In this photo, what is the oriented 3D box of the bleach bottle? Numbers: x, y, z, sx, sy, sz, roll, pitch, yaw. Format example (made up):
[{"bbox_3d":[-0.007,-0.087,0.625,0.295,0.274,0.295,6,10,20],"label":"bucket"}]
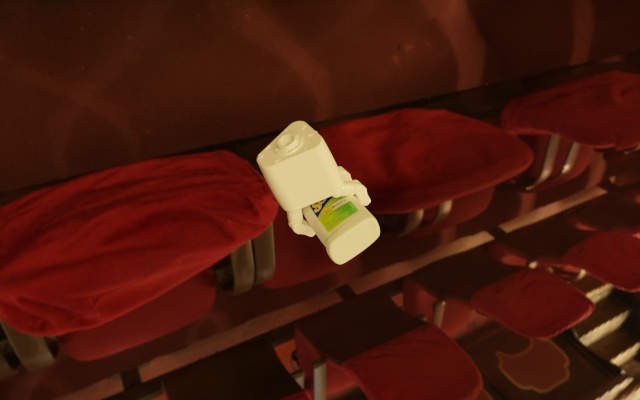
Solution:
[{"bbox_3d":[0.000,0.003,0.881,0.102,0.068,0.250,-34,45,-9],"label":"bleach bottle"}]
